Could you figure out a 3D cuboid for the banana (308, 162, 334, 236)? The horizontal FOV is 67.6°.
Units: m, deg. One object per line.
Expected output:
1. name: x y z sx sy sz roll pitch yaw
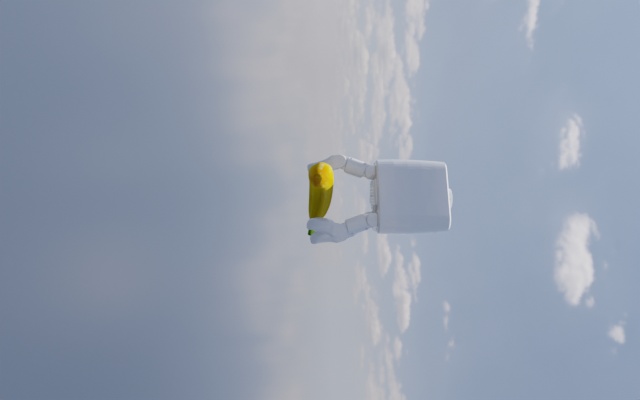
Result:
1. banana: 0.000 -0.013 0.697 0.037 0.069 0.198 2 -26 -1
